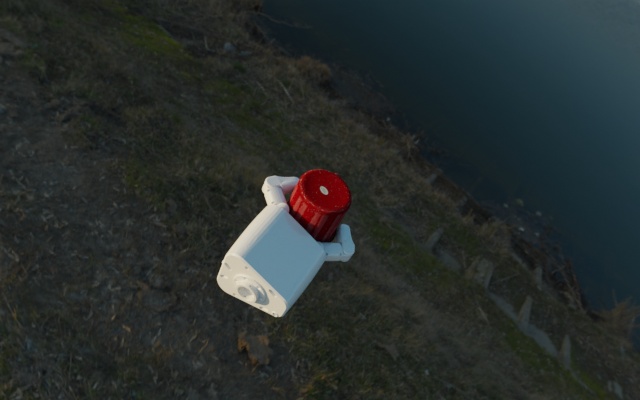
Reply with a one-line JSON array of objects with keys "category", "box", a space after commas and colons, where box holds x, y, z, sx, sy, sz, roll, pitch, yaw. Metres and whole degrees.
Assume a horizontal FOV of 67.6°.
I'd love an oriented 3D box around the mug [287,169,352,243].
[{"category": "mug", "box": [0.001, 0.001, 0.705, 0.093, 0.081, 0.117, 34, 47, 4]}]
